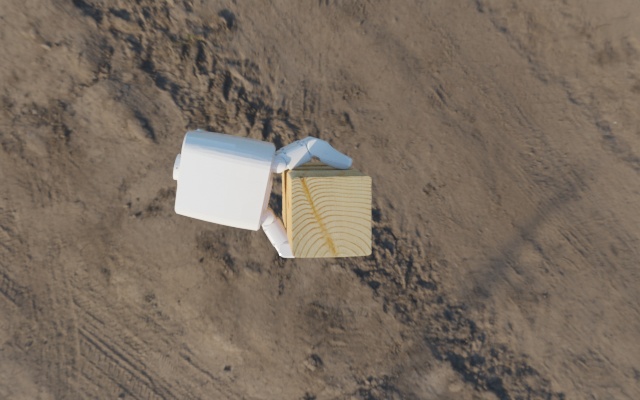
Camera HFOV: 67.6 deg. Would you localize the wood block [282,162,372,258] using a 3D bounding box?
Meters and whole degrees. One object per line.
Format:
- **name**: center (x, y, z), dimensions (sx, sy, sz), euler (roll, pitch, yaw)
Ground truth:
- **wood block**: center (0.000, 0.002, 0.616), dimensions (0.090, 0.091, 0.206), euler (-1, 9, -7)
